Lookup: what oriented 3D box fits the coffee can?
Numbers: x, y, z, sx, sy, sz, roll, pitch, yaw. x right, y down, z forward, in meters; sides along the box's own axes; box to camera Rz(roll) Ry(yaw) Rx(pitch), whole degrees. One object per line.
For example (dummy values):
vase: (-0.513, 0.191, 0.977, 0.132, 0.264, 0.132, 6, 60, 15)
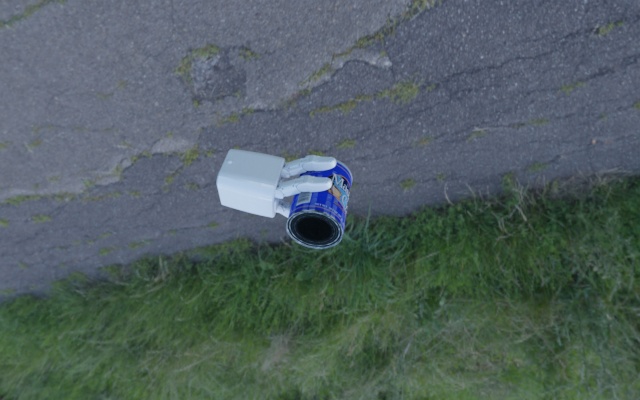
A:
coffee can: (0.000, 0.003, 0.881, 0.103, 0.140, 0.103, 7, -43, 6)
